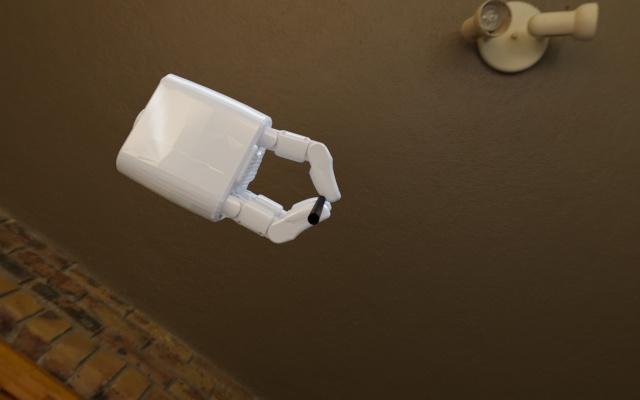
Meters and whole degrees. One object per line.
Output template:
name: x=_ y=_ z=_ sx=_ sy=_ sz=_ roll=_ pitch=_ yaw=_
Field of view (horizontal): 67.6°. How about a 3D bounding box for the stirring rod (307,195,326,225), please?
stirring rod: x=0.000 y=0.001 z=0.434 sx=0.011 sy=0.011 sz=0.239 roll=0 pitch=5 yaw=2
